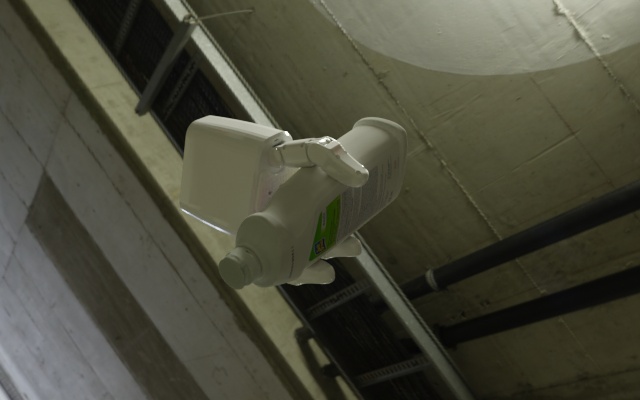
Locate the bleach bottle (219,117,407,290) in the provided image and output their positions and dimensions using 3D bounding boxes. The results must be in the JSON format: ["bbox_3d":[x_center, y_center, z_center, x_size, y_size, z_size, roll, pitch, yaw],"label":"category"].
[{"bbox_3d":[0.000,0.002,0.462,0.068,0.103,0.250,18,33,29],"label":"bleach bottle"}]
